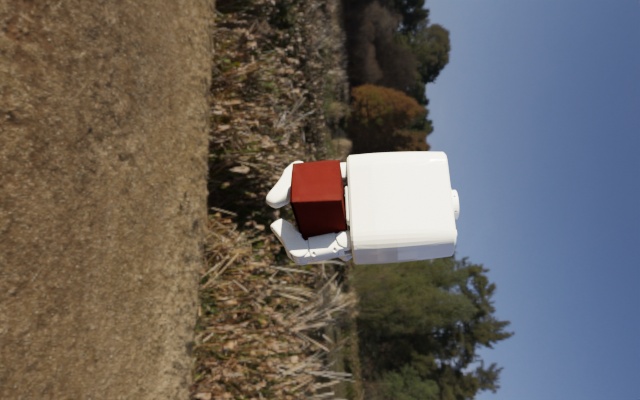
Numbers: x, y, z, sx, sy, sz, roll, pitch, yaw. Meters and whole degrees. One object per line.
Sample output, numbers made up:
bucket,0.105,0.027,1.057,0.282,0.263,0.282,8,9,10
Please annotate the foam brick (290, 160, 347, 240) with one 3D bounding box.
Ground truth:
foam brick,0.000,0.002,0.504,0.051,0.053,0.078,-4,-35,6
